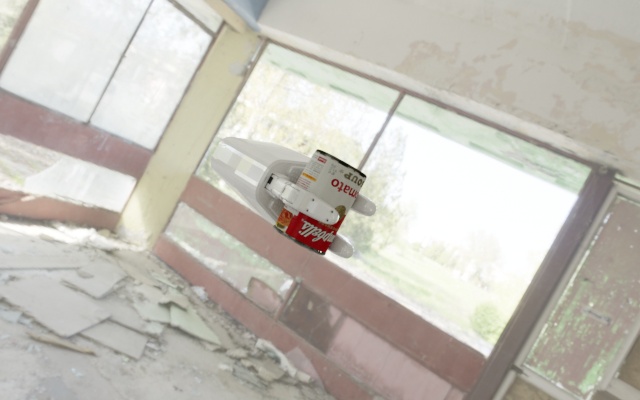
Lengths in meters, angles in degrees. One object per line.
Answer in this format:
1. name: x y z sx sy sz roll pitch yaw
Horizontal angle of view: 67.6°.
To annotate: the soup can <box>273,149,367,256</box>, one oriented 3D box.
1. soup can: 0.001 0.002 0.540 0.068 0.102 0.068 29 1 -1
